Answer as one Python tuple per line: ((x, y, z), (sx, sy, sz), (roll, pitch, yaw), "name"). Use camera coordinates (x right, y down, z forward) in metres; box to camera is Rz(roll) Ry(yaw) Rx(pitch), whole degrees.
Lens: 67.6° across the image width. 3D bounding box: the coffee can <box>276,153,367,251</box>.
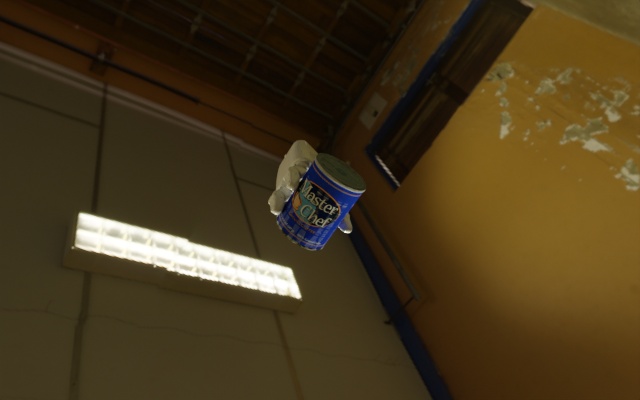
((0.000, 0.003, 0.842), (0.103, 0.140, 0.102), (29, 23, -14), "coffee can")
